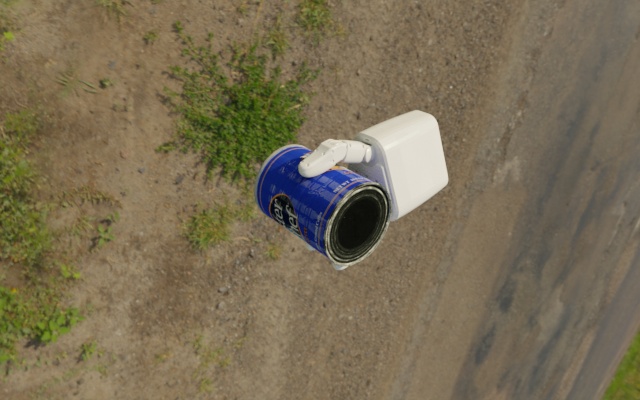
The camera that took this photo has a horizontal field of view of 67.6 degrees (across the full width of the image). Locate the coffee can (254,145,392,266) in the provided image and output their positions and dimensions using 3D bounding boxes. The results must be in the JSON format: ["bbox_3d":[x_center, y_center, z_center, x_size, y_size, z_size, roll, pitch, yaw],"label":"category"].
[{"bbox_3d":[0.000,0.002,0.577,0.103,0.103,0.140,0,22,-43],"label":"coffee can"}]
